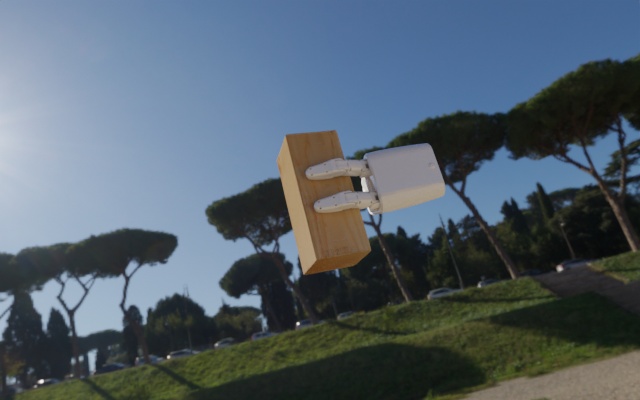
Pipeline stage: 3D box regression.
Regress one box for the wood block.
[{"bbox_3d":[0.000,0.002,0.763,0.090,0.206,0.091,-8,-21,-18],"label":"wood block"}]
